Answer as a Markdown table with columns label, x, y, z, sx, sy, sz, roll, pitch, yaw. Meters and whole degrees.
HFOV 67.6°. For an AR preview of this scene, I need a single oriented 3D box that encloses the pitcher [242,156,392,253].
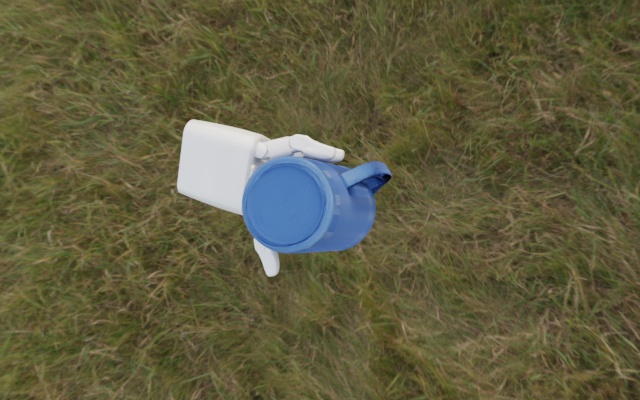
| label | x | y | z | sx | sy | sz | roll | pitch | yaw |
| --- | --- | --- | --- | --- | --- | --- | --- | --- | --- |
| pitcher | 0.000 | 0.002 | 0.630 | 0.145 | 0.149 | 0.243 | 16 | 2 | 14 |
